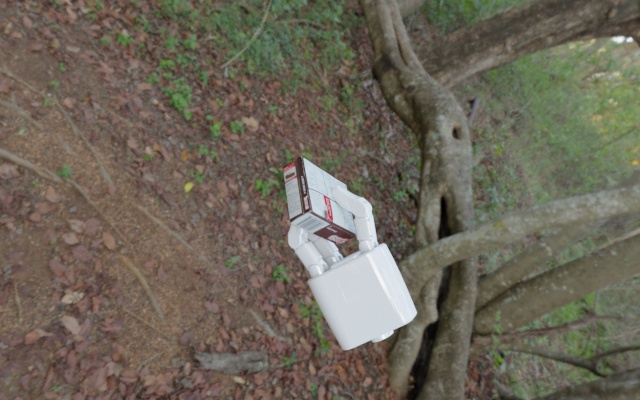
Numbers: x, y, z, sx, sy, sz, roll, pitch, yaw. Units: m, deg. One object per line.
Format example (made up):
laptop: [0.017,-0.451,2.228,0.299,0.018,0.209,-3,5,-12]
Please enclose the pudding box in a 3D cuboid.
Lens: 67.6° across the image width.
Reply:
pudding box: [0.000,0.002,0.658,0.039,0.090,0.113,-27,-34,25]
